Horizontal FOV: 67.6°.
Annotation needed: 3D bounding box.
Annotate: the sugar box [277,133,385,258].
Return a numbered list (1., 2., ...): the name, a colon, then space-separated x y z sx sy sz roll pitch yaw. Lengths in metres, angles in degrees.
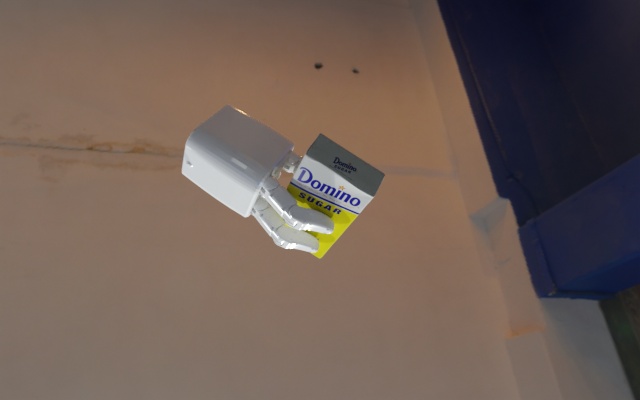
1. sugar box: 0.000 0.002 0.607 0.093 0.048 0.176 32 -34 -1
